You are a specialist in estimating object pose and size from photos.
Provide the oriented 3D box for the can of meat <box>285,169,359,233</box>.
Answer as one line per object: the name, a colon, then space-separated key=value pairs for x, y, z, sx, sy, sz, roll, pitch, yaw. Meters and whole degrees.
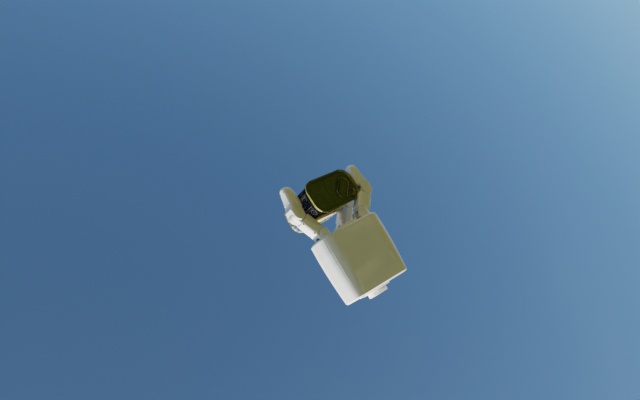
can of meat: x=0.000 y=0.003 z=0.782 sx=0.102 sy=0.057 sz=0.084 roll=-25 pitch=-12 yaw=-42
